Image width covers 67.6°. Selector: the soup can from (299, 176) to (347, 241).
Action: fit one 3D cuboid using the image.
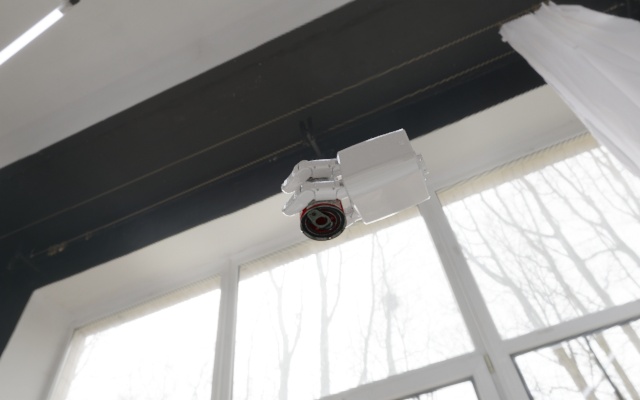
[{"bbox_3d":[0.000,0.002,0.725,0.068,0.069,0.102,0,39,-6],"label":"soup can"}]
